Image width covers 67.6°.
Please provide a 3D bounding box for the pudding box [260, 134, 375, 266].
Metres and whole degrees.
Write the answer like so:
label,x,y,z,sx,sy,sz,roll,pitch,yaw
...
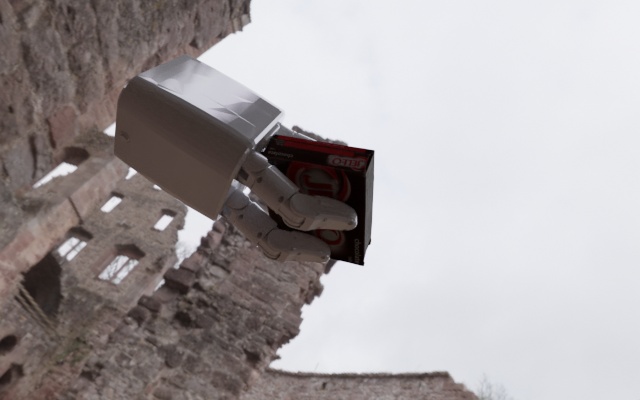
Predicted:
label,x,y,z,sx,sy,sz,roll,pitch,yaw
pudding box,0.000,0.001,0.419,0.090,0.114,0.039,11,47,17
